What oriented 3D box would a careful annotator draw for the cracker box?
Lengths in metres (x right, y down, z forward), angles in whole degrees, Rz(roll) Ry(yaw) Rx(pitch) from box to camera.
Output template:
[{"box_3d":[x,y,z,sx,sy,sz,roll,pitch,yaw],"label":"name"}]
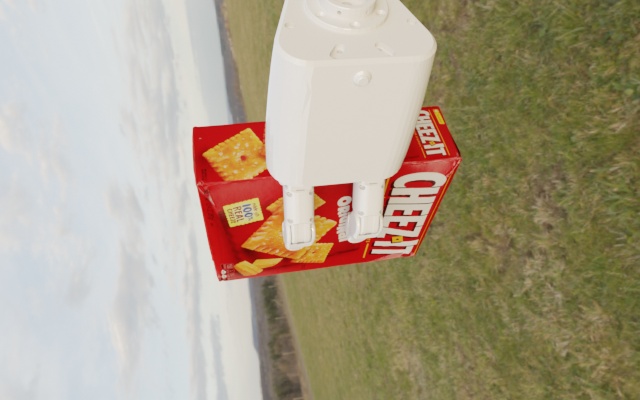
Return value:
[{"box_3d":[0.000,0.001,0.445,0.213,0.072,0.164,-6,-35,-10],"label":"cracker box"}]
